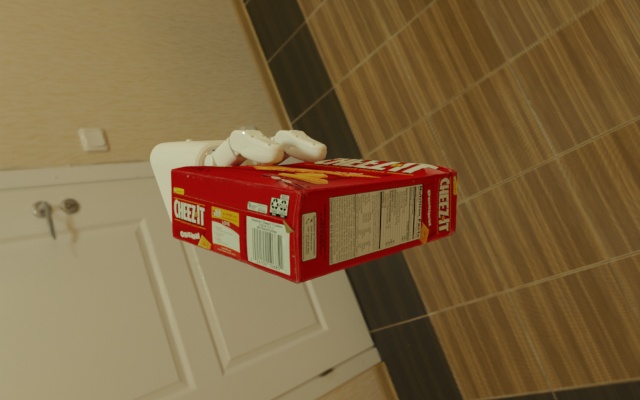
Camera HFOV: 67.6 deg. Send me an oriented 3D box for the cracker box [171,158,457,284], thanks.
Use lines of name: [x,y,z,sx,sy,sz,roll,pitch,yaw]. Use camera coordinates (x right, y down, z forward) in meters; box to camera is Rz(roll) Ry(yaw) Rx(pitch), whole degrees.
cracker box: [0.000,0.002,0.436,0.164,0.072,0.213,10,14,43]
